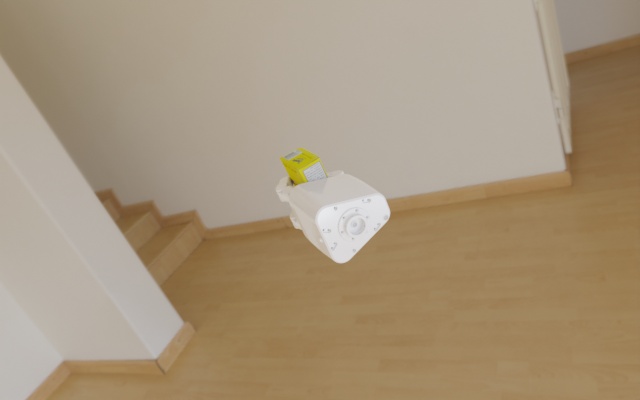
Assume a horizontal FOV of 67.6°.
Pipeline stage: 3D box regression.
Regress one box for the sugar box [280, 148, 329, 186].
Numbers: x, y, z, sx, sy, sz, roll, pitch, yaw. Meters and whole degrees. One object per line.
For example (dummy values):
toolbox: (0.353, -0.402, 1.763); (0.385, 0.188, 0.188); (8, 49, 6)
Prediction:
sugar box: (0.000, 0.003, 0.788); (0.048, 0.176, 0.093); (-30, 25, -12)
